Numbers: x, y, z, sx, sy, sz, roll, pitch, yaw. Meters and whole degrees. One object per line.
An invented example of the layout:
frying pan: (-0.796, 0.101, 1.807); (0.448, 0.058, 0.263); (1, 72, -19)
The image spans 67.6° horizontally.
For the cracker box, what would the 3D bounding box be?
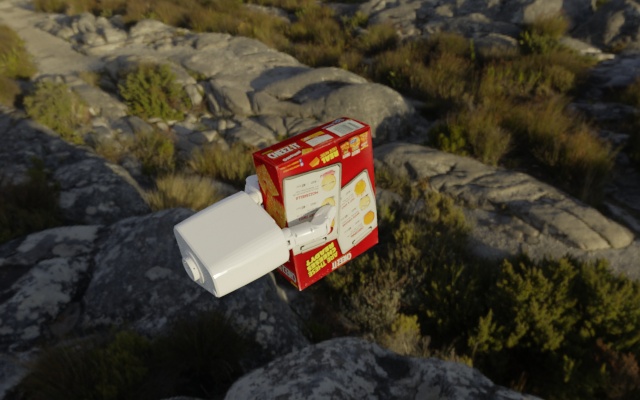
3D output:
cracker box: (0.000, 0.002, 0.714); (0.164, 0.214, 0.072); (-27, 38, -28)
